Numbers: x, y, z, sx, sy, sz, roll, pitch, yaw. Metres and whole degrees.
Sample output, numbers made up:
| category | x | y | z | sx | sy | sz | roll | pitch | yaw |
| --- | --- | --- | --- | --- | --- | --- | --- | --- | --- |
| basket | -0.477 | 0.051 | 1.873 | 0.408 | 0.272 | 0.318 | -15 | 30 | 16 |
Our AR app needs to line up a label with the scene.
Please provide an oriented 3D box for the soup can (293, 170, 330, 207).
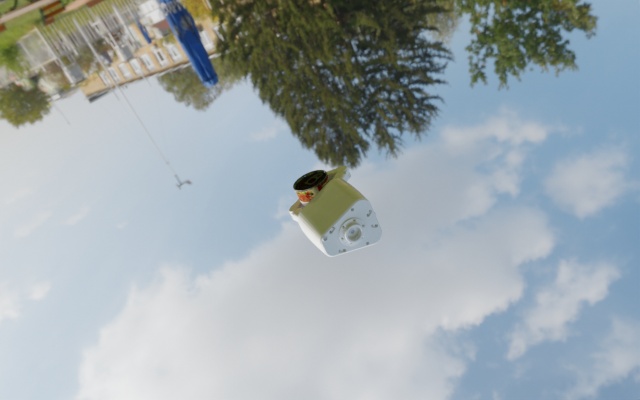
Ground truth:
| category | x | y | z | sx | sy | sz | roll | pitch | yaw |
| --- | --- | --- | --- | --- | --- | --- | --- | --- | --- |
| soup can | 0.000 | 0.003 | 0.893 | 0.068 | 0.102 | 0.068 | -20 | 28 | 11 |
